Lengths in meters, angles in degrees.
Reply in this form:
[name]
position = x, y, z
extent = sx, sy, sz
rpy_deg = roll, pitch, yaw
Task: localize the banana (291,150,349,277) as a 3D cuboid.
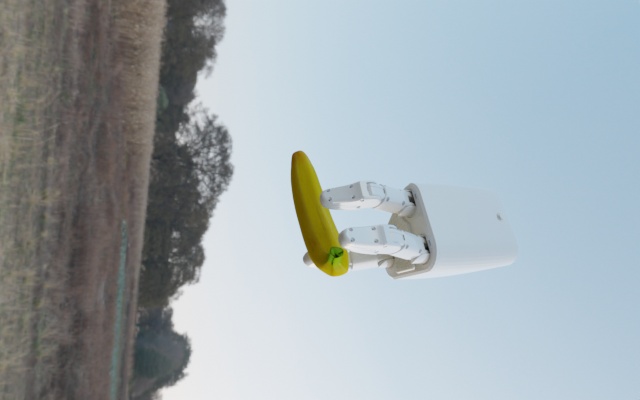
[banana]
position = -0.001, 0.019, 0.512
extent = 0.037, 0.070, 0.197
rpy_deg = -3, 34, -16
